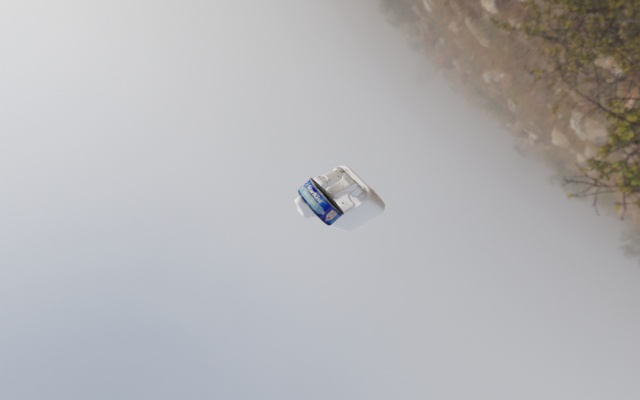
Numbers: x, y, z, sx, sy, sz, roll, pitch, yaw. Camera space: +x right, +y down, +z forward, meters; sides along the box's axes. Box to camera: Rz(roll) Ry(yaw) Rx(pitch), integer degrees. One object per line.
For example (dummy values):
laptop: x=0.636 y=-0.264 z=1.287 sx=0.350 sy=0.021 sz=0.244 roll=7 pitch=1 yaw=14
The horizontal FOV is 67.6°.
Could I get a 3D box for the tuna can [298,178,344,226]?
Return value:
tuna can: x=0.000 y=0.003 z=0.830 sx=0.034 sy=0.086 sz=0.086 roll=-42 pitch=-6 yaw=6
